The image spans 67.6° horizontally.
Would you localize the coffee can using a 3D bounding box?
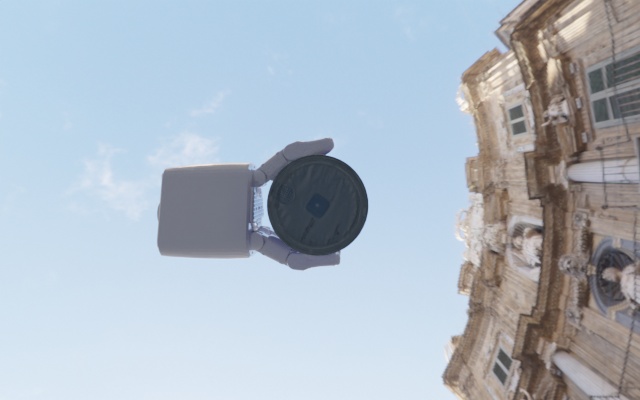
[{"bbox_3d":[0.000,0.002,0.548,0.103,0.103,0.140,0,3,3],"label":"coffee can"}]
